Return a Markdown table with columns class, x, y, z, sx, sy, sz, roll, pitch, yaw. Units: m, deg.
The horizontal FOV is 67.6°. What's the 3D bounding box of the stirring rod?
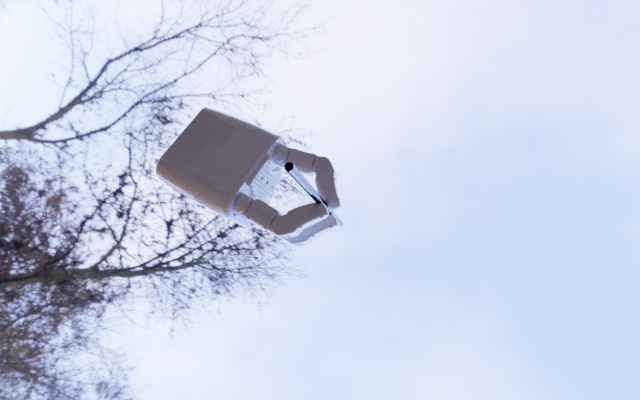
| class | x | y | z | sx | sy | sz | roll | pitch | yaw |
| --- | --- | --- | --- | --- | --- | --- | --- | --- | --- |
| stirring rod | 0.000 | 0.002 | 0.493 | 0.011 | 0.011 | 0.239 | 0 | -14 | 12 |
